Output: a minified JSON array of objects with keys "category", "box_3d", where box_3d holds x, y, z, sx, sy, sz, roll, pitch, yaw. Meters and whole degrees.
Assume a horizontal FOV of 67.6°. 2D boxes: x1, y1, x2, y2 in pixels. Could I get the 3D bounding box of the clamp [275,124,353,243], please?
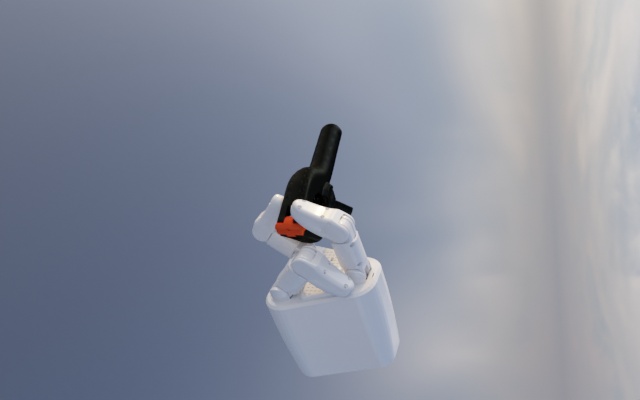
[{"category":"clamp","box_3d":[0.001,0.002,0.525,0.039,0.120,0.171,-5,31,27]}]
